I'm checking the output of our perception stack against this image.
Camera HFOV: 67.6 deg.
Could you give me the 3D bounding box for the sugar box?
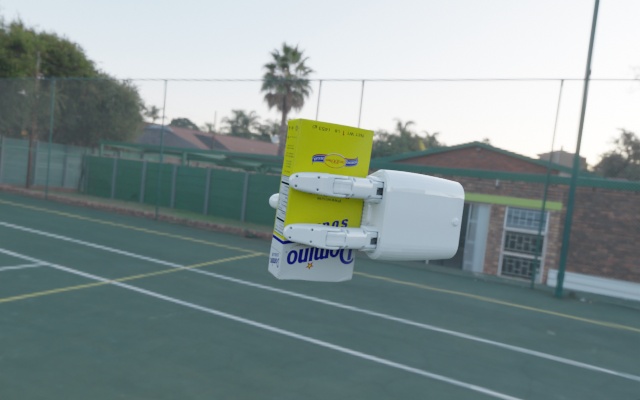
[{"bbox_3d":[0.000,0.002,0.538,0.093,0.176,0.048,5,4,-23],"label":"sugar box"}]
